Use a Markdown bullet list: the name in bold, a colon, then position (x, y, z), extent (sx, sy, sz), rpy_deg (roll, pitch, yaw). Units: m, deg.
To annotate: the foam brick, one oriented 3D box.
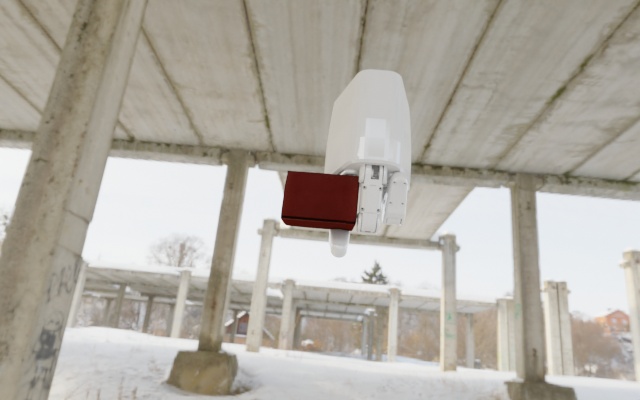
- **foam brick**: position (0.000, 0.002, 0.510), extent (0.078, 0.051, 0.053), rpy_deg (5, -11, 0)
